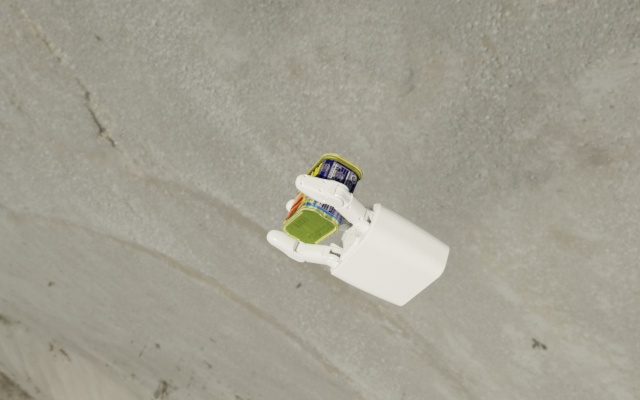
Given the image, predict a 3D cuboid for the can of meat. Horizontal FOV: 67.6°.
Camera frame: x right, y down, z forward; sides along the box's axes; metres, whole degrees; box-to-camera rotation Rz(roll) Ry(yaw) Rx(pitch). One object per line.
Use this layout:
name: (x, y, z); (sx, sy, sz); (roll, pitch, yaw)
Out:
can of meat: (0.000, 0.002, 0.603); (0.057, 0.084, 0.102); (30, -30, -12)
